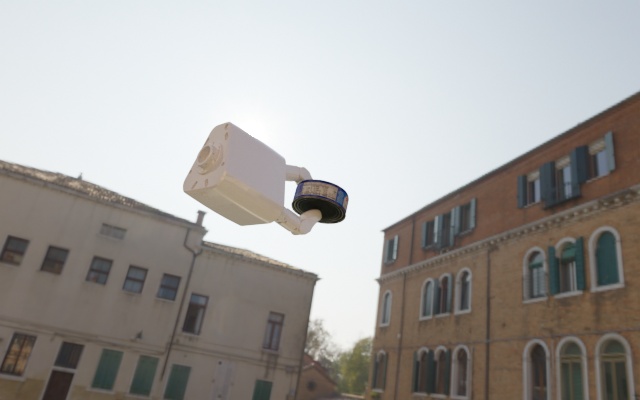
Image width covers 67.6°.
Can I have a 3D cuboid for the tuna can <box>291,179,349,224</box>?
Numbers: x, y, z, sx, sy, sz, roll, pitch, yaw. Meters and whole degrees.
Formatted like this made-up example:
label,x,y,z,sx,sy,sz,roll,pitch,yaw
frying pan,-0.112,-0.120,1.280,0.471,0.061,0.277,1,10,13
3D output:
label,x,y,z,sx,sy,sz,roll,pitch,yaw
tuna can,0.000,0.002,0.733,0.086,0.033,0.086,11,-26,5
